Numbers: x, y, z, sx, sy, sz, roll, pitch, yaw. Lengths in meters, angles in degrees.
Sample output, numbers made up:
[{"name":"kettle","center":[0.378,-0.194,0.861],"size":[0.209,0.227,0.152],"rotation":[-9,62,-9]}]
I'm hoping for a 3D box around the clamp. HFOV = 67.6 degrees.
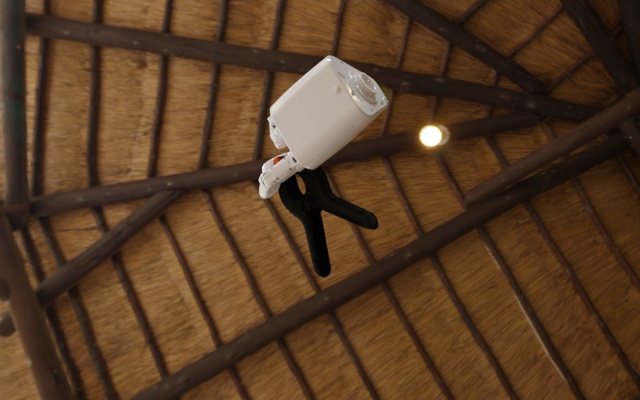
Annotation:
[{"name":"clamp","center":[0.000,0.002,0.619],"size":[0.120,0.171,0.039],"rotation":[-37,-14,31]}]
